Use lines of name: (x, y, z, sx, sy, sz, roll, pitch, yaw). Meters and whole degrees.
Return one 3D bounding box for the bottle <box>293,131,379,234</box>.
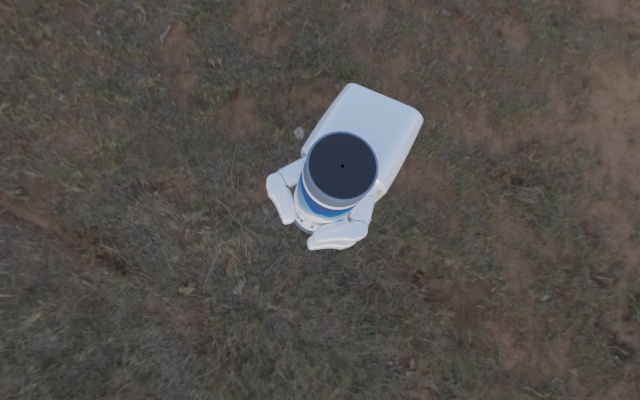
bottle: (0.000, 0.002, 0.569, 0.069, 0.069, 0.296, 0, -13, -8)
